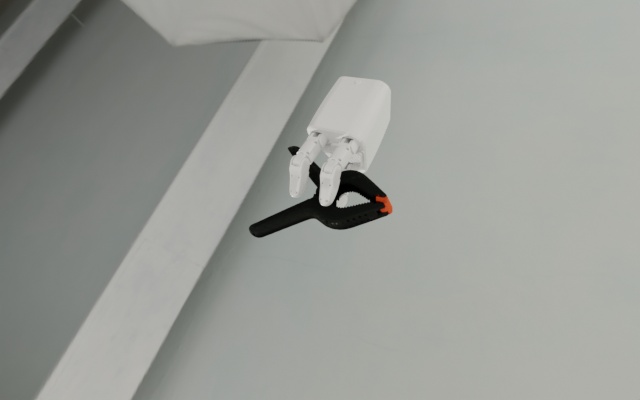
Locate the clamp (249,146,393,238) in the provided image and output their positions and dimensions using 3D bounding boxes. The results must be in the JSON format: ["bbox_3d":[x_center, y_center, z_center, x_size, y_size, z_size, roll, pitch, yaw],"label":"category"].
[{"bbox_3d":[0.001,0.003,0.697,0.210,0.164,0.036,15,-23,33],"label":"clamp"}]
